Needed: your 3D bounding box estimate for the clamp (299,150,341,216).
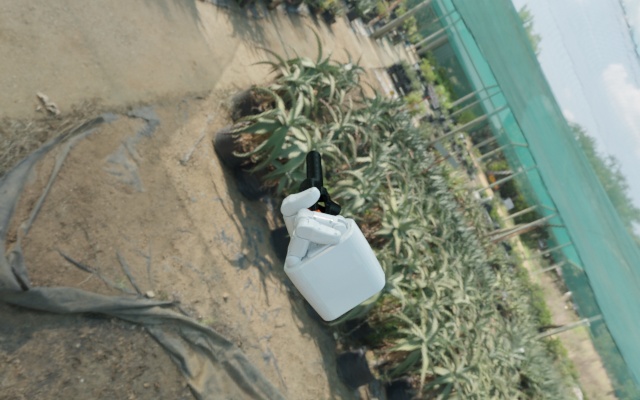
[{"bbox_3d":[0.001,0.002,0.756,0.039,0.120,0.171,-22,24,19],"label":"clamp"}]
